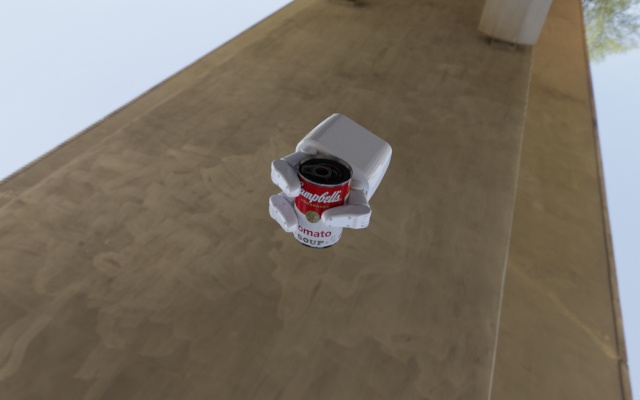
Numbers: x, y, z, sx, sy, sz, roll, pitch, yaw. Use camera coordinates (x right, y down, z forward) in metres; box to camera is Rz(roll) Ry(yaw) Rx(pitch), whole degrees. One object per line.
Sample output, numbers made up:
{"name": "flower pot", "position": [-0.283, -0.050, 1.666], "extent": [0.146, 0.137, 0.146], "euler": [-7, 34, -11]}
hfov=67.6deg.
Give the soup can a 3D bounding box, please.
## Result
{"name": "soup can", "position": [0.000, 0.003, 0.606], "extent": [0.068, 0.102, 0.068], "euler": [5, 37, -4]}
